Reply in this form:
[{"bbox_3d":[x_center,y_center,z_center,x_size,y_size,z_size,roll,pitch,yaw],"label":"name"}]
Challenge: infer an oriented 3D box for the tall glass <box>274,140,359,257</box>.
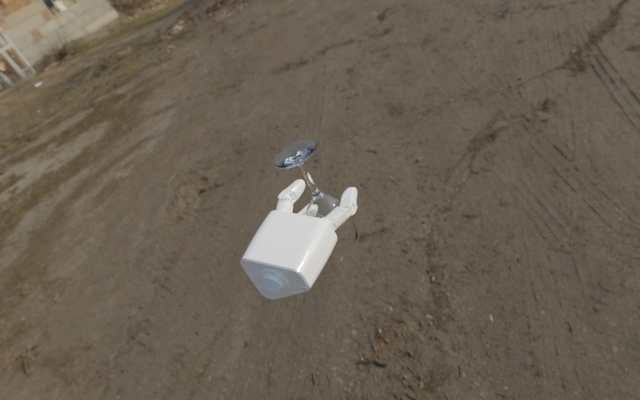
[{"bbox_3d":[0.000,0.002,0.797,0.079,0.201,0.079,-20,32,13],"label":"tall glass"}]
